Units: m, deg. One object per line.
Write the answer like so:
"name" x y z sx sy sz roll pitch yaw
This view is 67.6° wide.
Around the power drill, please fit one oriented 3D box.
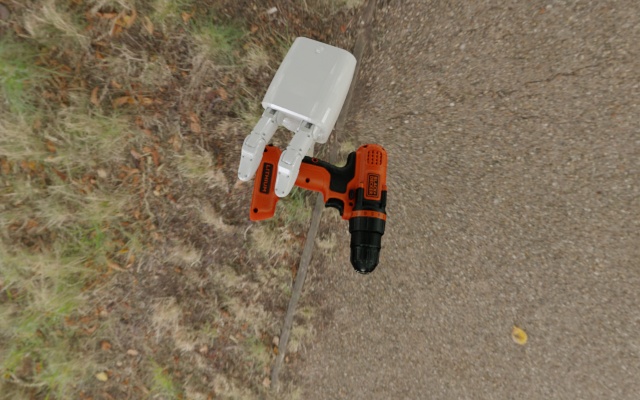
"power drill" 0.000 0.002 0.660 0.187 0.184 0.057 8 -17 -8
